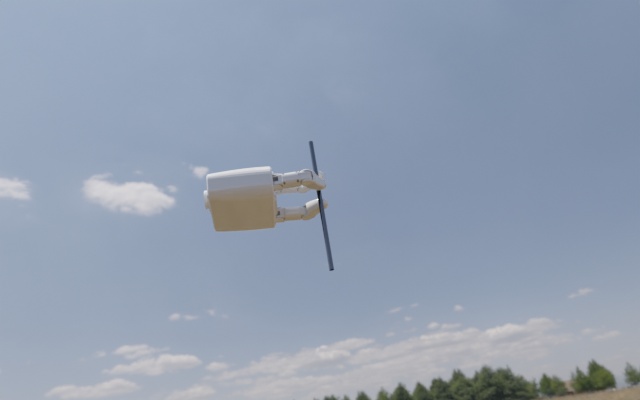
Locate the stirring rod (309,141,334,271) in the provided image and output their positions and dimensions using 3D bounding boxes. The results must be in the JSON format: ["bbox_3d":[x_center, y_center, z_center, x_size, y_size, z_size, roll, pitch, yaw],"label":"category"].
[{"bbox_3d":[0.000,0.003,0.808,0.011,0.239,0.011,-8,-25,-4],"label":"stirring rod"}]
